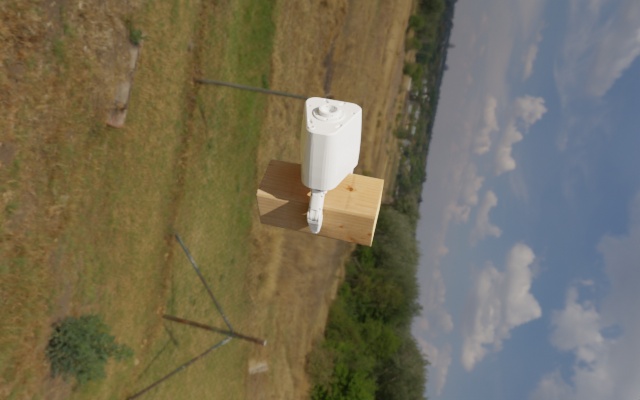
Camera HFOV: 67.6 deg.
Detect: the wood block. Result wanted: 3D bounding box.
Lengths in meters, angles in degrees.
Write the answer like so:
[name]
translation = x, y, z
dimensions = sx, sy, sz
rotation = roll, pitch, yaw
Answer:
[wood block]
translation = 0.000, 0.003, 0.854
dimensions = 0.206, 0.090, 0.090
rotation = 11, -38, 9
